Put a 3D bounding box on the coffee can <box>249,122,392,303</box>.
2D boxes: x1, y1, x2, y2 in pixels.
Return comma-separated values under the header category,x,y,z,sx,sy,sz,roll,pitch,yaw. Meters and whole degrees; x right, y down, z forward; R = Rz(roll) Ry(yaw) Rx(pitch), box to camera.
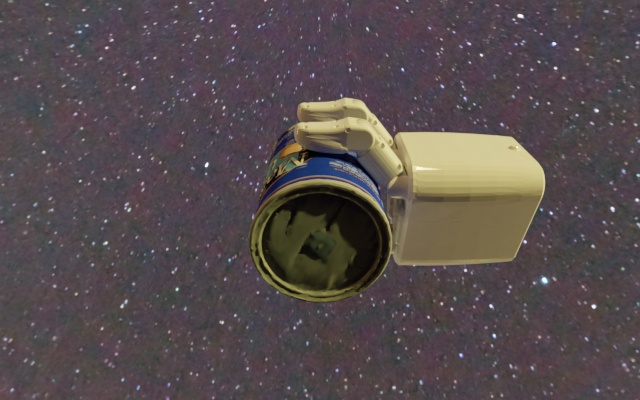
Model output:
category,x,y,z,sx,sy,sz,roll,pitch,yaw
coffee can,0.000,0.001,0.402,0.103,0.103,0.140,0,28,0
